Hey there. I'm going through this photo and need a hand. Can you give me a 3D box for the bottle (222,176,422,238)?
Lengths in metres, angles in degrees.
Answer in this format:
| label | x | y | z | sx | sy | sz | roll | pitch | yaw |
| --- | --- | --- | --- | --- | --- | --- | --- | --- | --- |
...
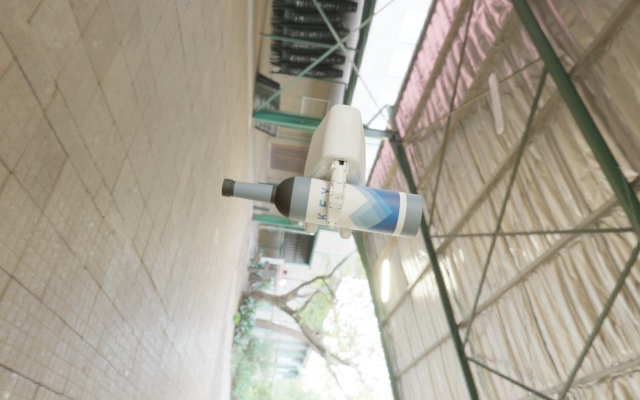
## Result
| label | x | y | z | sx | sy | sz | roll | pitch | yaw |
| --- | --- | --- | --- | --- | --- | --- | --- | --- | --- |
| bottle | 0.000 | 0.002 | 0.719 | 0.296 | 0.069 | 0.069 | 9 | 0 | -2 |
